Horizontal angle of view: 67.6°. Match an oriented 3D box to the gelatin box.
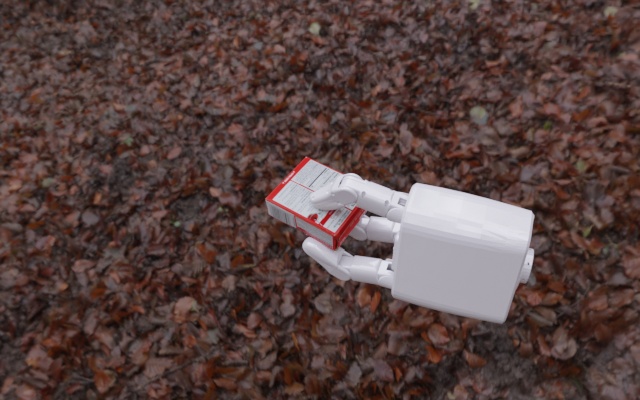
[{"bbox_3d":[0.000,0.001,0.496,0.089,0.073,0.030,27,-33,22],"label":"gelatin box"}]
